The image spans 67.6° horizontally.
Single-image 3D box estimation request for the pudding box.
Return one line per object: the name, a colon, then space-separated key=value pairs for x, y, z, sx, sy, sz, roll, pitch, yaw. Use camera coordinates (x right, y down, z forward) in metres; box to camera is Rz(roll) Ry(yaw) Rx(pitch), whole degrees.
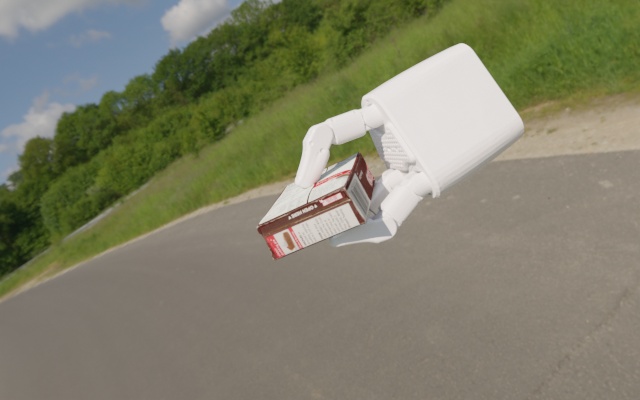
pudding box: x=0.000 y=0.001 z=0.442 sx=0.090 sy=0.039 sz=0.113 roll=-25 pitch=13 yaw=18
